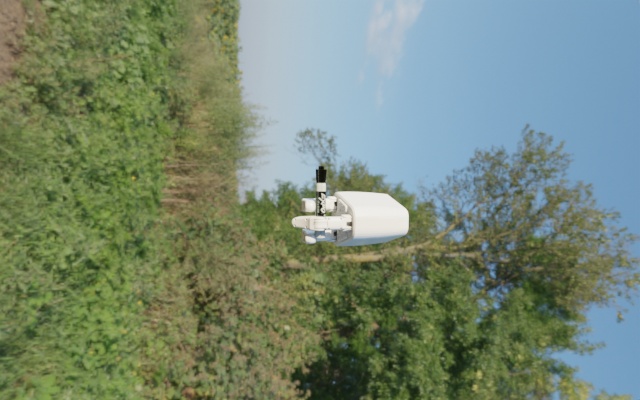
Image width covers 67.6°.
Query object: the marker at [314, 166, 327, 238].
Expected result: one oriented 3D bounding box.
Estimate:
[{"bbox_3d":[0.000,0.003,0.802,0.020,0.121,0.020,1,4,0],"label":"marker"}]
